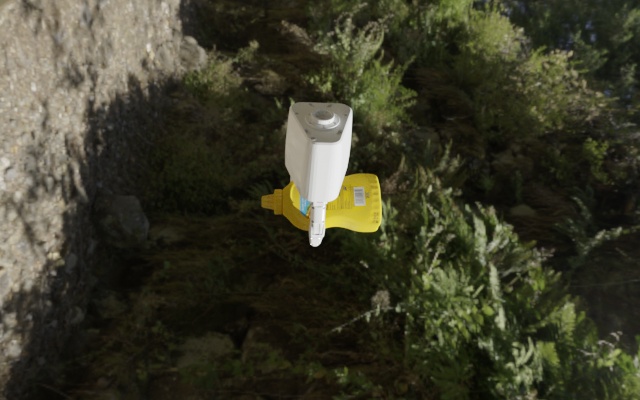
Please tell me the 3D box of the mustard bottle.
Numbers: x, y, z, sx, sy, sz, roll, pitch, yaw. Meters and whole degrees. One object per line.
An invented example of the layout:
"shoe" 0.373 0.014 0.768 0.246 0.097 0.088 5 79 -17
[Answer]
"mustard bottle" 0.000 0.003 0.783 0.191 0.096 0.058 1 -23 -5
